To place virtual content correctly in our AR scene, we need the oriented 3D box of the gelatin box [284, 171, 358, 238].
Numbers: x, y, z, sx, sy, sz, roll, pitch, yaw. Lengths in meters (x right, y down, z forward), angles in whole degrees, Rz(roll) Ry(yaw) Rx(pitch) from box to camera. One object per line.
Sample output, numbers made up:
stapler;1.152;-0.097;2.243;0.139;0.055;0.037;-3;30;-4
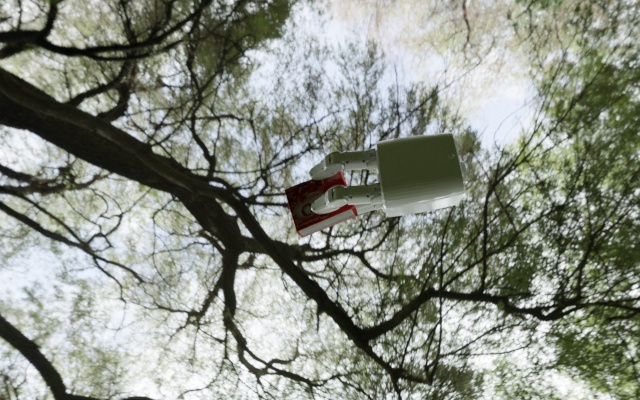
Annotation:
gelatin box;0.000;0.003;0.682;0.089;0.073;0.030;-23;-30;7
